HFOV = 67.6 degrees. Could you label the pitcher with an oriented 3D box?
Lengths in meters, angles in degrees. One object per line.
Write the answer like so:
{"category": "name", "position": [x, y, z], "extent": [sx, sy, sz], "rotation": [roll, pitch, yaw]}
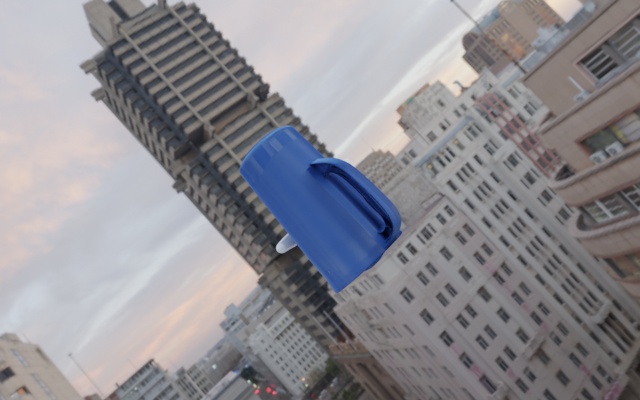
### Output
{"category": "pitcher", "position": [0.000, 0.002, 0.707], "extent": [0.149, 0.243, 0.145], "rotation": [-43, -5, 4]}
